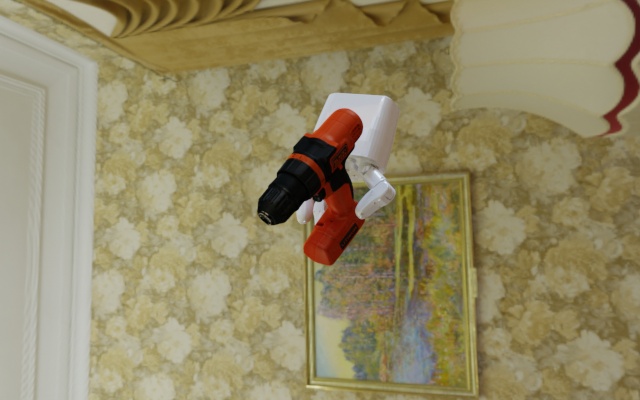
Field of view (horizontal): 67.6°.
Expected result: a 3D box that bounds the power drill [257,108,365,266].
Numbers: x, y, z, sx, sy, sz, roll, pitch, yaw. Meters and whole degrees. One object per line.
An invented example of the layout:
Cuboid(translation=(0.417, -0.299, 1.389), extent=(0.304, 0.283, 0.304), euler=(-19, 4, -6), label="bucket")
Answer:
Cuboid(translation=(0.000, 0.002, 0.610), extent=(0.057, 0.184, 0.188), euler=(25, -31, 27), label="power drill")
